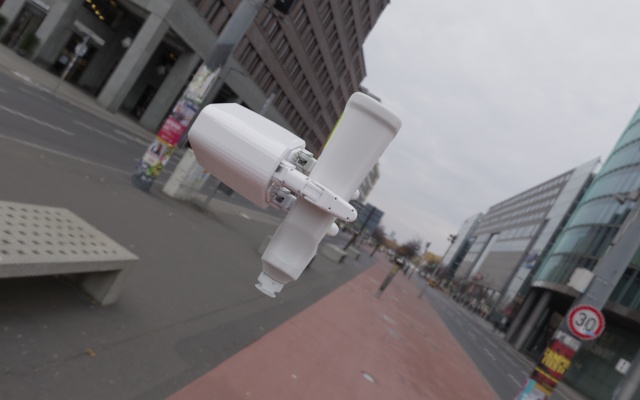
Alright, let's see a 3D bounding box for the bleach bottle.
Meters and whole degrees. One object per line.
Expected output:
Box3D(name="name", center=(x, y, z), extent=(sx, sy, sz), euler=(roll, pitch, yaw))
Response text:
Box3D(name="bleach bottle", center=(0.000, 0.002, 0.563), extent=(0.068, 0.251, 0.102), euler=(32, -1, 2))
